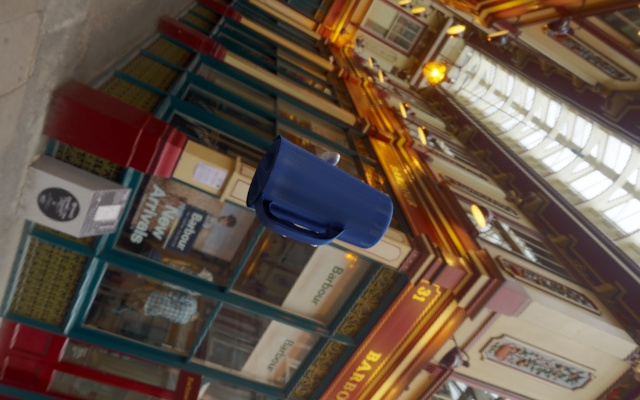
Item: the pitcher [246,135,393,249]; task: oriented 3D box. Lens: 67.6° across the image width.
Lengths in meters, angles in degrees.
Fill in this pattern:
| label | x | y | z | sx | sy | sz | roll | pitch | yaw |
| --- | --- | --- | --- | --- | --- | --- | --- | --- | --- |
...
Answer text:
| label | x | y | z | sx | sy | sz | roll | pitch | yaw |
| --- | --- | --- | --- | --- | --- | --- | --- | --- | --- |
| pitcher | 0.000 | 0.003 | 0.833 | 0.243 | 0.149 | 0.145 | 24 | -1 | -17 |
